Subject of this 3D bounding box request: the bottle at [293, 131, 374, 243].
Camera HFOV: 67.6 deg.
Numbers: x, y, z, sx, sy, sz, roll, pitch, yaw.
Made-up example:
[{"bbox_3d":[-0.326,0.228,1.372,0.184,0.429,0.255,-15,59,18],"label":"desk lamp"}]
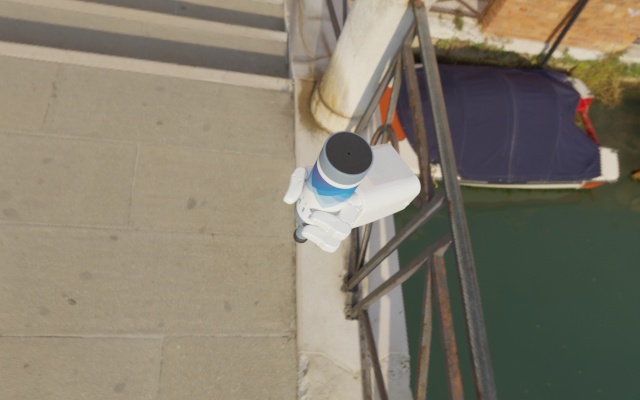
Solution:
[{"bbox_3d":[0.000,0.002,0.726,0.069,0.069,0.296,0,-25,-16],"label":"bottle"}]
